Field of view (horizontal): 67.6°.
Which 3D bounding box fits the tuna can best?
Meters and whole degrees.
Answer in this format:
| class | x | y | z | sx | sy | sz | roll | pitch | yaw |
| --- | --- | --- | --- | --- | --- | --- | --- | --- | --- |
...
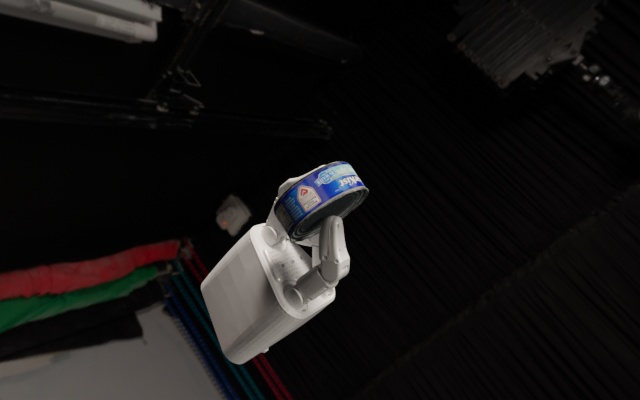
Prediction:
| class | x | y | z | sx | sy | sz | roll | pitch | yaw |
| --- | --- | --- | --- | --- | --- | --- | --- | --- | --- |
| tuna can | 0.000 | 0.001 | 0.444 | 0.086 | 0.033 | 0.086 | -31 | -15 | -9 |
